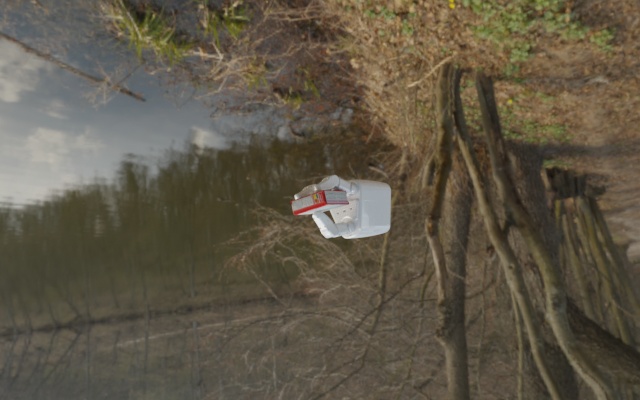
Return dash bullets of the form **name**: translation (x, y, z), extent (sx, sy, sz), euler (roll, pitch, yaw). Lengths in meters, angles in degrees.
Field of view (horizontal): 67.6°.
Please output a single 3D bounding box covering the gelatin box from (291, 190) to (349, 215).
- **gelatin box**: translation (0.000, 0.003, 0.886), extent (0.073, 0.030, 0.089), euler (-17, -8, 30)
